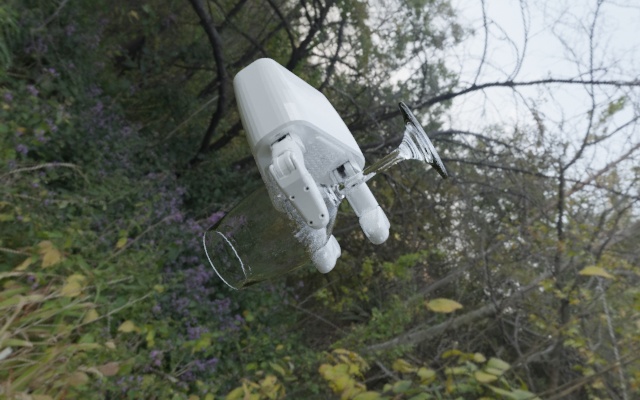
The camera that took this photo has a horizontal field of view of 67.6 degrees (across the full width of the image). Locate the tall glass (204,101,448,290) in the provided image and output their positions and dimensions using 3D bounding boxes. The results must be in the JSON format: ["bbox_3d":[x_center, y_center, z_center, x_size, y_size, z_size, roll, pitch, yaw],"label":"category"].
[{"bbox_3d":[0.001,0.001,0.406,0.201,0.079,0.079,-31,-6,9],"label":"tall glass"}]
